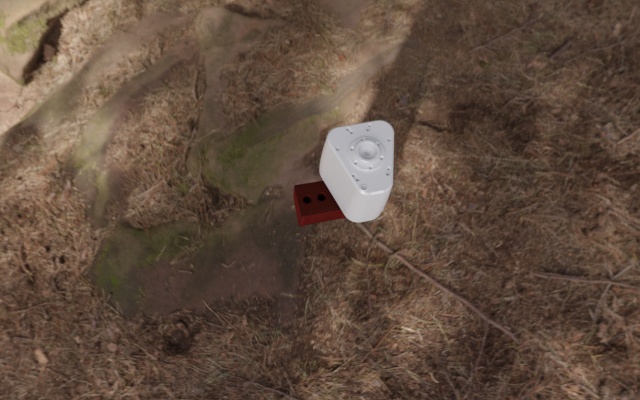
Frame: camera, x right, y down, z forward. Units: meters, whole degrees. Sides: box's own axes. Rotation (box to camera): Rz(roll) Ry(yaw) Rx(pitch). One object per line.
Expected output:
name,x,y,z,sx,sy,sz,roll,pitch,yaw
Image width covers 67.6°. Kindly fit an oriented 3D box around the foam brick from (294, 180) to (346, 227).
foam brick,0.000,0.003,0.734,0.078,0.053,0.051,-11,-18,-8
